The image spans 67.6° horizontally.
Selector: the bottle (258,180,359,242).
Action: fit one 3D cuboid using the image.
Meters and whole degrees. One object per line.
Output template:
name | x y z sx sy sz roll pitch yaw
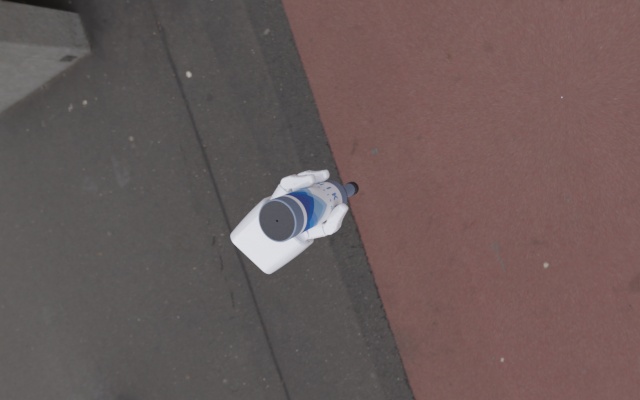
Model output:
bottle | 0.000 0.003 0.838 0.069 0.069 0.295 0 11 27
